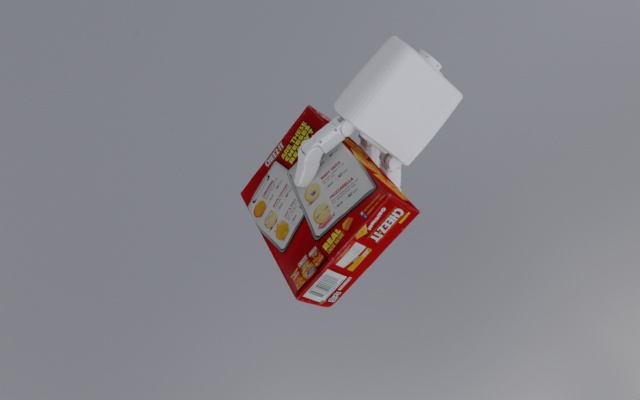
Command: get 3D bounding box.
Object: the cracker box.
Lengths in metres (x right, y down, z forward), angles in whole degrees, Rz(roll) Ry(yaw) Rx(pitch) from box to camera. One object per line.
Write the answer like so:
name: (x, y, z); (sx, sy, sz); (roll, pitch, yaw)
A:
cracker box: (0.000, 0.002, 0.610); (0.072, 0.164, 0.213); (27, 19, -42)
